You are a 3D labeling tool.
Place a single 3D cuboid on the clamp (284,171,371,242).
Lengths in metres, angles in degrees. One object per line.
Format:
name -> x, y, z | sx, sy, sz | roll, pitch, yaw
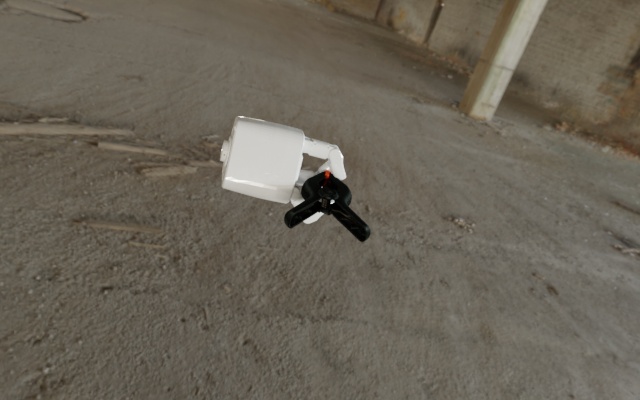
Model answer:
clamp -> 0.000, 0.002, 0.713 | 0.120, 0.039, 0.171 | 12, 25, -17
